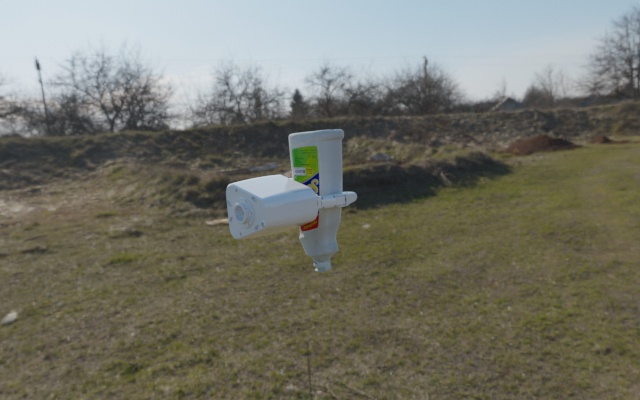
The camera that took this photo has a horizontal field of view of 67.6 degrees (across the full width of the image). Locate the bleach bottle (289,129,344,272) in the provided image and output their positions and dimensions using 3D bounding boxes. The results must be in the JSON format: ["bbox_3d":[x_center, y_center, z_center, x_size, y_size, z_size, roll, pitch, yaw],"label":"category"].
[{"bbox_3d":[0.000,0.003,0.856,0.102,0.251,0.068,1,9,44],"label":"bleach bottle"}]
